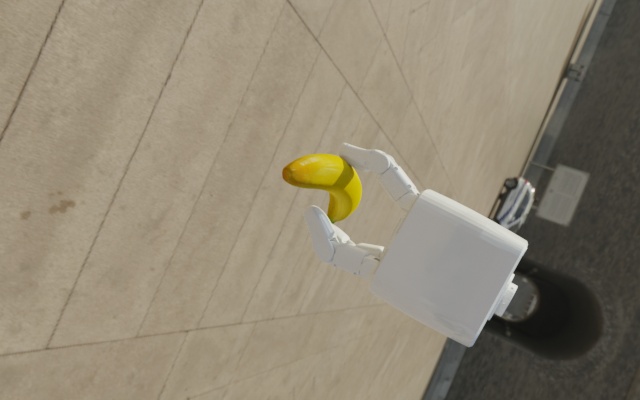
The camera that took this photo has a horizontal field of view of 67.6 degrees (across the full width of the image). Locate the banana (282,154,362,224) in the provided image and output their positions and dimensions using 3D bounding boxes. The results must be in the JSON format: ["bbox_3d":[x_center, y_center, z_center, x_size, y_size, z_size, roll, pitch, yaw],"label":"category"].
[{"bbox_3d":[0.012,-0.012,0.514,0.037,0.069,0.198,35,-9,21],"label":"banana"}]
